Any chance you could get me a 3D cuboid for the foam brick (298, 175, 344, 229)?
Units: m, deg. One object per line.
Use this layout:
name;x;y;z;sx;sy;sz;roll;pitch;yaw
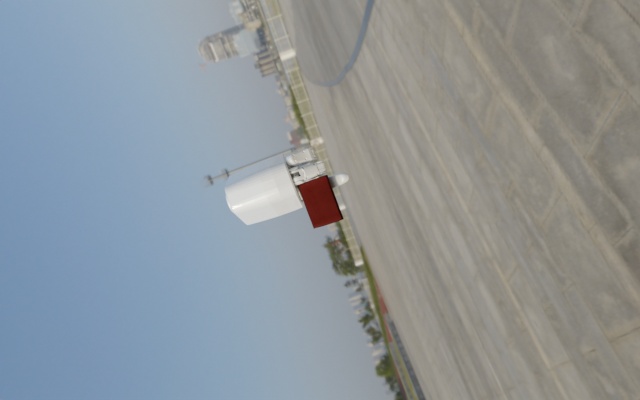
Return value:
foam brick;0.000;0.003;0.788;0.051;0.078;0.053;-21;0;0
